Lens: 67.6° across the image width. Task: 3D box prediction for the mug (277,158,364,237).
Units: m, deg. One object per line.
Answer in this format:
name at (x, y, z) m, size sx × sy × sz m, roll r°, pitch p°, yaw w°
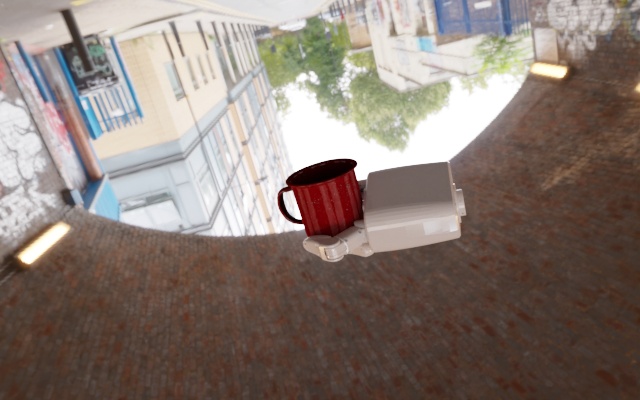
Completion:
mug at (-0.001, 0.002, 0.608) m, size 0.117 × 0.081 × 0.093 m, roll -10°, pitch 20°, yaw 18°
